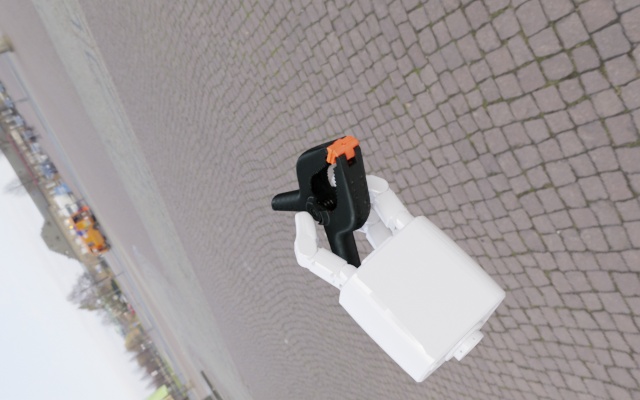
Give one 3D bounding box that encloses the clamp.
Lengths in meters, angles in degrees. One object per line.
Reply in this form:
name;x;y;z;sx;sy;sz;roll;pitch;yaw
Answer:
clamp;0.000;0.002;0.506;0.036;0.210;0.164;-33;61;-26
